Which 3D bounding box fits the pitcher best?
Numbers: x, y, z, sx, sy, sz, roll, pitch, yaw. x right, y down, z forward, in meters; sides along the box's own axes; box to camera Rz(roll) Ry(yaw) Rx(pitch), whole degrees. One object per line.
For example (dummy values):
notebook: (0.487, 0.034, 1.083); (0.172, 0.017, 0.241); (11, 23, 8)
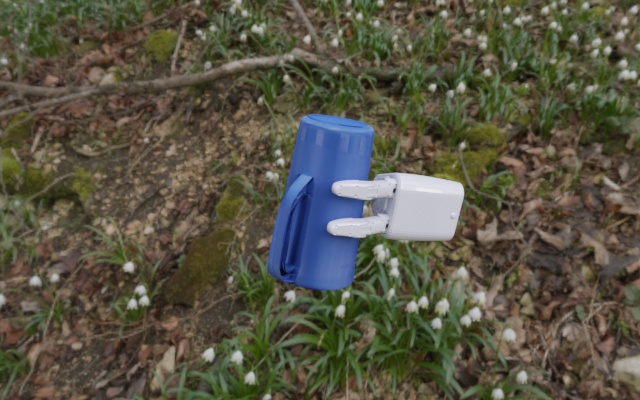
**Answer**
pitcher: (0.000, 0.002, 0.703); (0.145, 0.243, 0.149); (6, 16, -12)
